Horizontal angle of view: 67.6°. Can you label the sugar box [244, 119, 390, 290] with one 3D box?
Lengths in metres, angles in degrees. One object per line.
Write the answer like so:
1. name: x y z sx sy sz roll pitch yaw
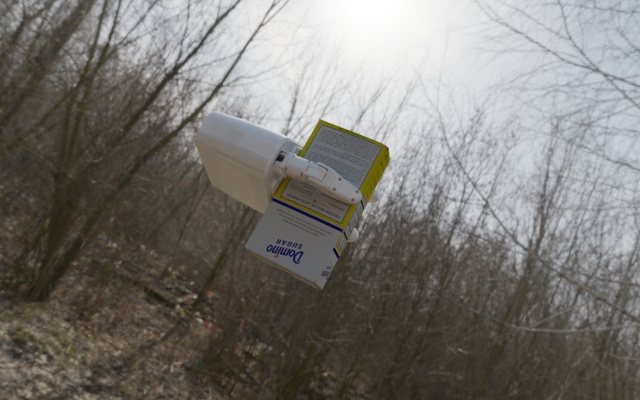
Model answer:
1. sugar box: 0.000 0.002 0.541 0.093 0.176 0.048 24 -13 21
